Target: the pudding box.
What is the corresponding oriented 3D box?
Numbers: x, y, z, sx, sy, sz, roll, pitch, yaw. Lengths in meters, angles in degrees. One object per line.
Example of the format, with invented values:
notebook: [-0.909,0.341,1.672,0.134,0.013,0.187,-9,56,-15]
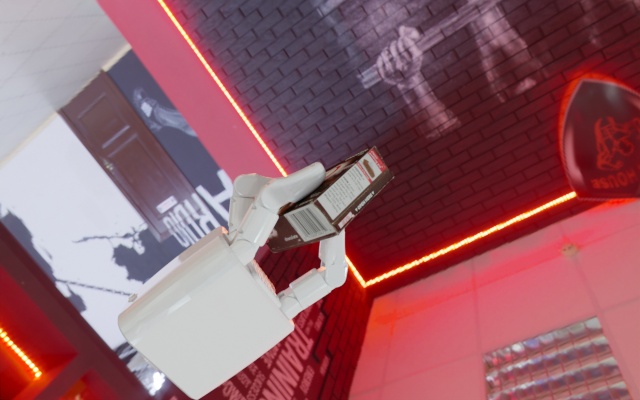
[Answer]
pudding box: [0.000,0.002,0.439,0.090,0.039,0.113,-44,15,-34]
